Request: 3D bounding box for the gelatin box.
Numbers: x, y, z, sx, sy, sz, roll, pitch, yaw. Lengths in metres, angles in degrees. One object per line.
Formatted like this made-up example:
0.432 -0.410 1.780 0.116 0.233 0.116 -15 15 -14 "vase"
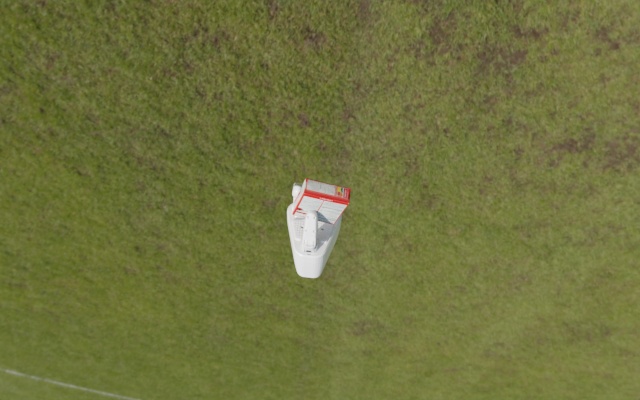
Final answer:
0.000 0.003 0.759 0.073 0.030 0.089 13 -27 -10 "gelatin box"
